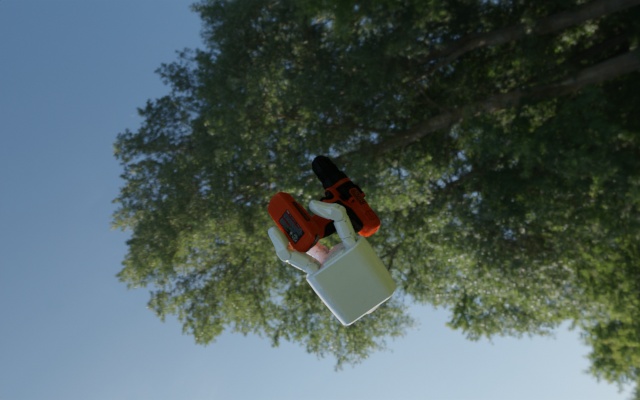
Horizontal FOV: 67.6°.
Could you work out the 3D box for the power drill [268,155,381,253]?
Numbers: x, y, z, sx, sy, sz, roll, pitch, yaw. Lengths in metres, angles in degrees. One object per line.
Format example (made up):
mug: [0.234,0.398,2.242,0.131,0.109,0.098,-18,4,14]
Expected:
power drill: [0.000,0.003,0.848,0.187,0.184,0.057,-20,-26,-44]
